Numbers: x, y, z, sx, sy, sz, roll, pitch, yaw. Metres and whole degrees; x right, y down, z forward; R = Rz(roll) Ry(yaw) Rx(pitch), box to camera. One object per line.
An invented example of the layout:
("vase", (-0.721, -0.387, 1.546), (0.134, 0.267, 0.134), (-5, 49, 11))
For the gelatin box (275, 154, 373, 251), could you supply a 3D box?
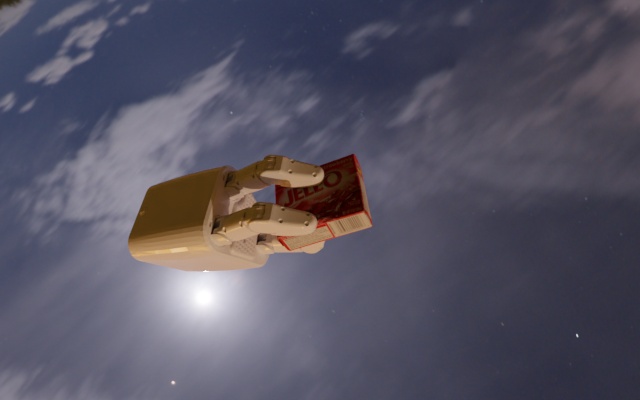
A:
("gelatin box", (0.001, 0.002, 0.463), (0.089, 0.073, 0.030), (-17, -41, 13))
